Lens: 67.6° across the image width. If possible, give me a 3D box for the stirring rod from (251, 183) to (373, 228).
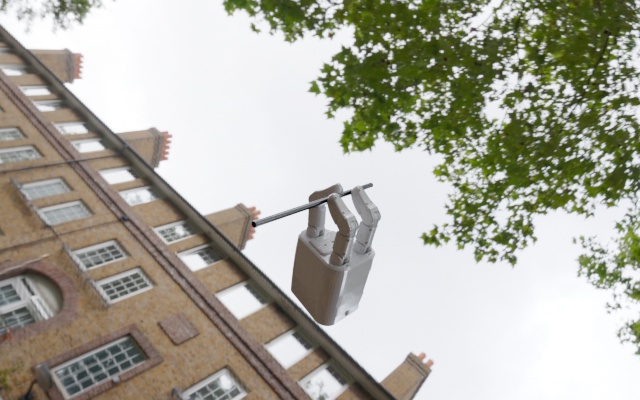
[{"bbox_3d":[0.000,0.002,0.642,0.011,0.011,0.239,0,12,41],"label":"stirring rod"}]
